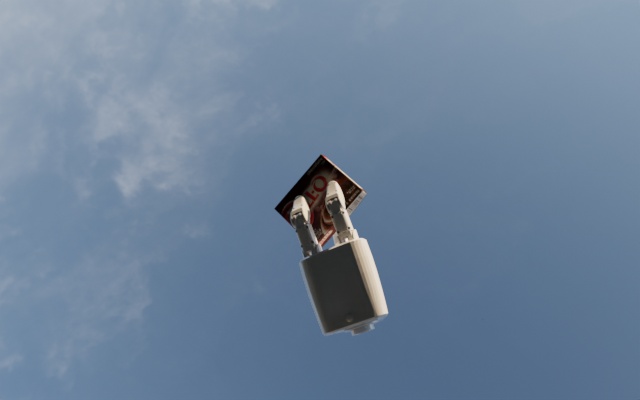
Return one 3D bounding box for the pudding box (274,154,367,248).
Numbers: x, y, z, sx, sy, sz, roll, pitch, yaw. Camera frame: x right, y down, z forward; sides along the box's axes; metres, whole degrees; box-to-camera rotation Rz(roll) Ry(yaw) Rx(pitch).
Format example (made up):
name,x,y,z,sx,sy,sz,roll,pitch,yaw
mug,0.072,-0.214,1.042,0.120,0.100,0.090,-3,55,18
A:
name,x,y,z,sx,sy,sz,roll,pitch,yaw
pudding box,0.000,0.002,0.716,0.090,0.113,0.039,42,3,22
